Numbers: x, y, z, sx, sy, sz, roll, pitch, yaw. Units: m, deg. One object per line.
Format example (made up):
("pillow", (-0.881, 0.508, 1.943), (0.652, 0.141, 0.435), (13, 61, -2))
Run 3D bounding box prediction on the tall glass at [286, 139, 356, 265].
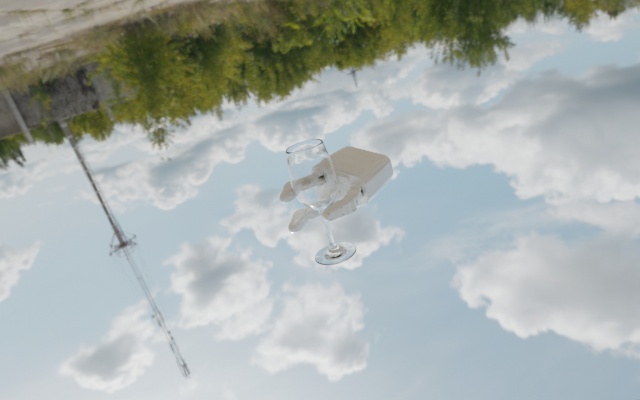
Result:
("tall glass", (0.000, 0.003, 0.790), (0.079, 0.201, 0.079), (-14, 21, 6))
